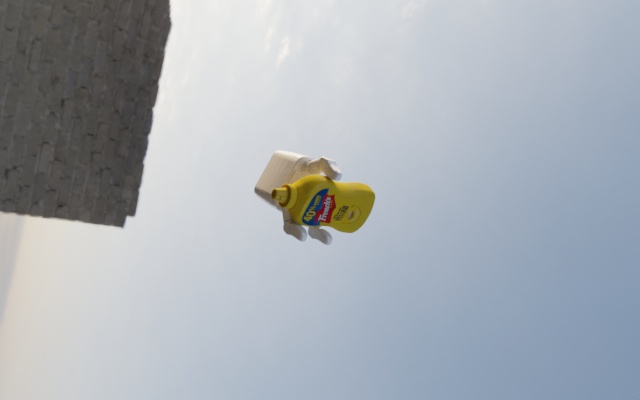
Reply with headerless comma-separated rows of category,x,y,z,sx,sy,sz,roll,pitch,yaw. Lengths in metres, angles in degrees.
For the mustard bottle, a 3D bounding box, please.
mustard bottle,0.001,0.003,0.836,0.191,0.096,0.058,11,31,-35
